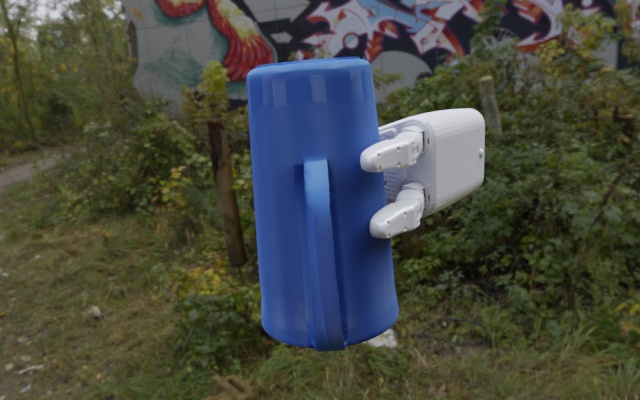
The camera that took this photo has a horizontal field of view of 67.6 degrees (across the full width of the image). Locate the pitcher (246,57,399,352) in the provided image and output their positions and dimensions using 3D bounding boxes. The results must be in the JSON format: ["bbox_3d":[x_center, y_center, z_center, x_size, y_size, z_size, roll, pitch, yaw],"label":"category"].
[{"bbox_3d":[0.000,0.001,0.427,0.145,0.243,0.149,-18,19,-41],"label":"pitcher"}]
